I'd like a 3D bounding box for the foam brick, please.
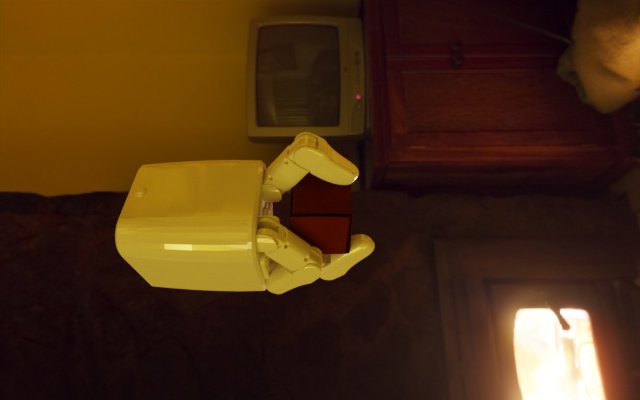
[{"bbox_3d":[0.000,0.001,0.419,0.051,0.078,0.053,0,-45,0],"label":"foam brick"}]
